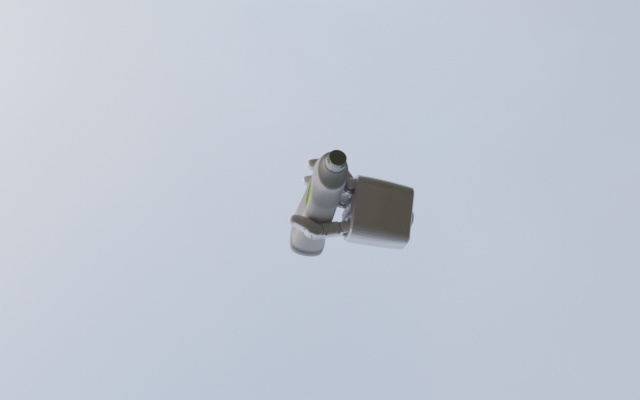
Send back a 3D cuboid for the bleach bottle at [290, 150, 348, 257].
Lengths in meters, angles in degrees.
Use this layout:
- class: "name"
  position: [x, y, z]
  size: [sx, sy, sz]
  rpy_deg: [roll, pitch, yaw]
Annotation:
- class: "bleach bottle"
  position: [0.000, 0.003, 0.819]
  size: [0.068, 0.102, 0.251]
  rpy_deg: [10, -30, -8]
